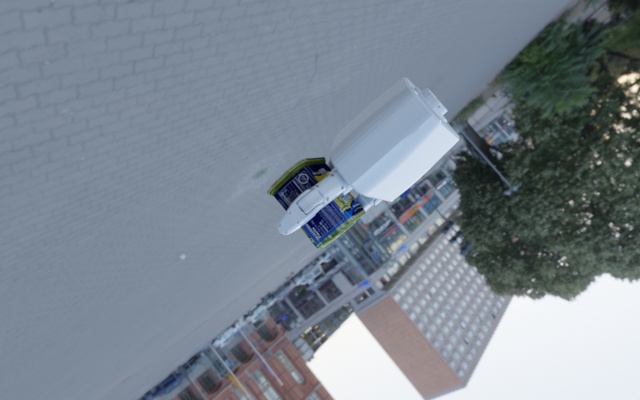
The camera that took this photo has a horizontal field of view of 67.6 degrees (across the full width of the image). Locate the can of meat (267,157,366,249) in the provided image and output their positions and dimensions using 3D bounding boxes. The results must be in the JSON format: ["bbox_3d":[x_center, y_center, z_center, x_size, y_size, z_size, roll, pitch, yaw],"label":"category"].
[{"bbox_3d":[0.000,0.002,0.533,0.057,0.084,0.102,-42,-6,17],"label":"can of meat"}]
